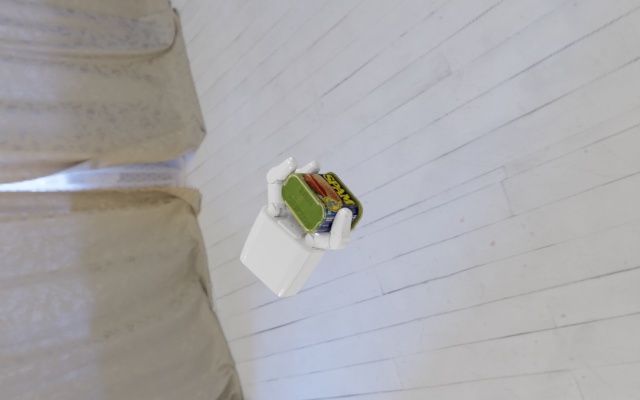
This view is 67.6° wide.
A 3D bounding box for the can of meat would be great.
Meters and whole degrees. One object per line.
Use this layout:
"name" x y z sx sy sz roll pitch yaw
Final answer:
"can of meat" 0.000 0.002 0.719 0.084 0.057 0.102 -2 43 -46
